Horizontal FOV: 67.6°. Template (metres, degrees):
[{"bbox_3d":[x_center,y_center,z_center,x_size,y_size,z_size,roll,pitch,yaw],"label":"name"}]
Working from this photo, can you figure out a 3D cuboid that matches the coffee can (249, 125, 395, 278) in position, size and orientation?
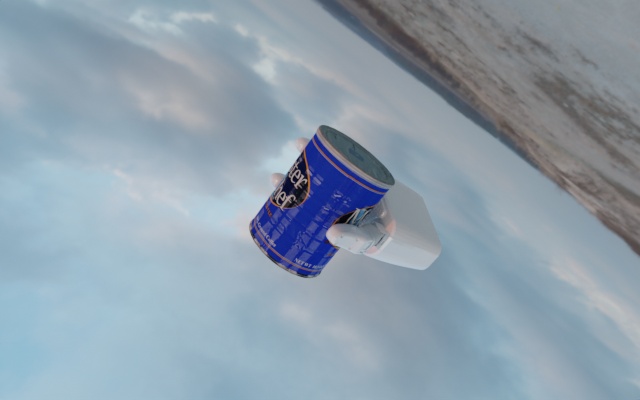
[{"bbox_3d":[0.000,0.002,0.537,0.103,0.140,0.102,33,19,-13],"label":"coffee can"}]
